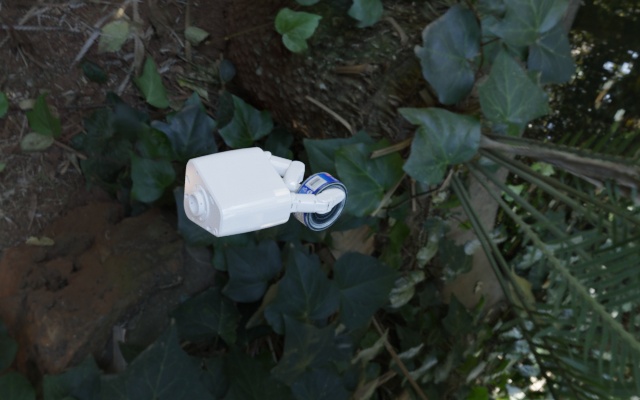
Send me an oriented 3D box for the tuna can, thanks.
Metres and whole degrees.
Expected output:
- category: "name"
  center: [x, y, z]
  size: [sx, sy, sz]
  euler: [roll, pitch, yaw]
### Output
- category: "tuna can"
  center: [0.001, 0.003, 0.729]
  size: [0.086, 0.086, 0.033]
  euler: [0, 28, -47]
